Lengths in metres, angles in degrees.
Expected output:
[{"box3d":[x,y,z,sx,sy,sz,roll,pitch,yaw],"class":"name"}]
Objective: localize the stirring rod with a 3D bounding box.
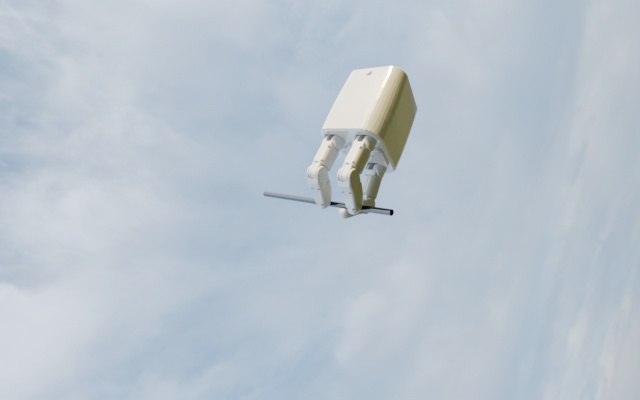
[{"box3d":[0.000,0.002,0.658,0.239,0.011,0.011,8,6,44],"class":"stirring rod"}]
